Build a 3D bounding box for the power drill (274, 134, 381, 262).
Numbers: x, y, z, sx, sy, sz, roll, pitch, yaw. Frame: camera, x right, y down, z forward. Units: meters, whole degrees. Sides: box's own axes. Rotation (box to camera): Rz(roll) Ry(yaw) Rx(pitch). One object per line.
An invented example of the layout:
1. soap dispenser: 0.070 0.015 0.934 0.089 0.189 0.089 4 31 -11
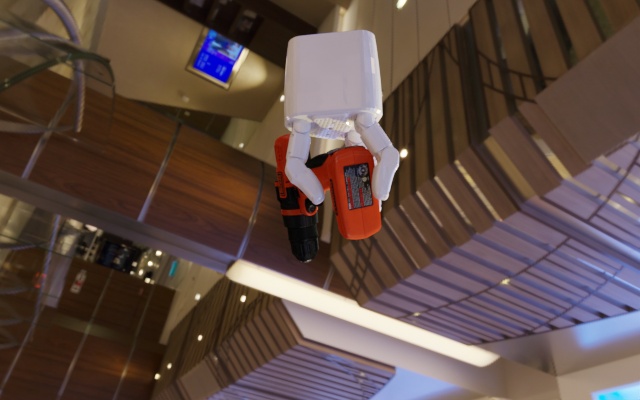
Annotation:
1. power drill: 0.000 0.002 0.619 0.057 0.184 0.187 -14 10 -29
